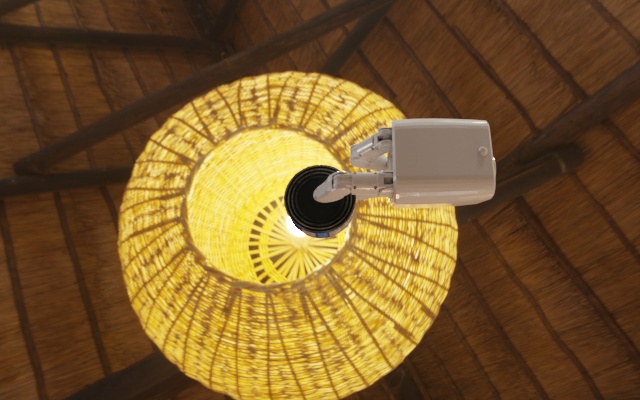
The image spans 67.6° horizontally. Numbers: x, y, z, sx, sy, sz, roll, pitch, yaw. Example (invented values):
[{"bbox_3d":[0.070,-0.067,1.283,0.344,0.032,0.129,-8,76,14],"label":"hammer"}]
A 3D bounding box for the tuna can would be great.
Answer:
[{"bbox_3d":[0.000,0.002,0.579,0.086,0.086,0.034,0,-18,4],"label":"tuna can"}]
